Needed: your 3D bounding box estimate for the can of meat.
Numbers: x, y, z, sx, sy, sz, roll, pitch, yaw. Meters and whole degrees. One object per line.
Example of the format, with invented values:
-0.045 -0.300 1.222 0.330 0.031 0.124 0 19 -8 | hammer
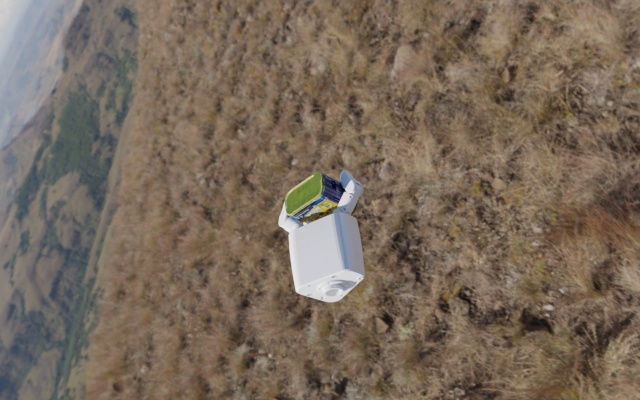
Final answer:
0.000 0.002 0.826 0.084 0.057 0.102 25 -44 -37 | can of meat
